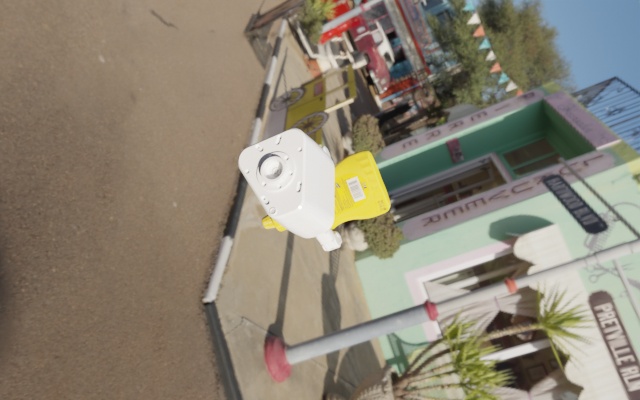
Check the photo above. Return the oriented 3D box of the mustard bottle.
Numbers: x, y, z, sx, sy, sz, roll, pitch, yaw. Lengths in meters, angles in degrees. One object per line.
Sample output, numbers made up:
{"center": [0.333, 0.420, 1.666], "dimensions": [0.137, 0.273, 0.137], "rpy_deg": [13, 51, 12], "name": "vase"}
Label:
{"center": [0.000, 0.002, 0.713], "dimensions": [0.191, 0.096, 0.058], "rpy_deg": [-21, 3, 13], "name": "mustard bottle"}
